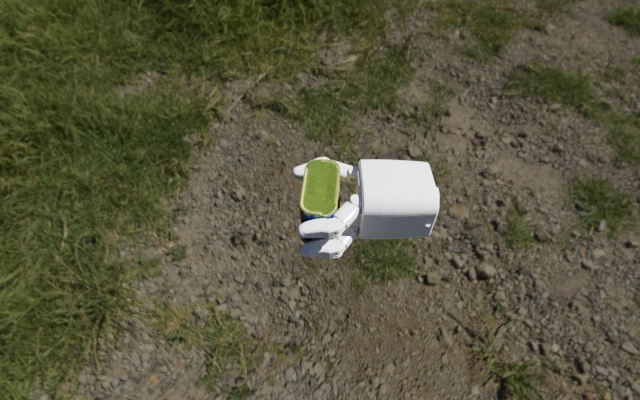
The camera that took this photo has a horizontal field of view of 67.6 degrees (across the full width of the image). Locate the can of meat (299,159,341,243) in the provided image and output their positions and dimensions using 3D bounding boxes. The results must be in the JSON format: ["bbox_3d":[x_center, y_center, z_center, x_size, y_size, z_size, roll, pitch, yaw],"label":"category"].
[{"bbox_3d":[0.000,0.002,0.695,0.057,0.102,0.084,4,-33,3],"label":"can of meat"}]
